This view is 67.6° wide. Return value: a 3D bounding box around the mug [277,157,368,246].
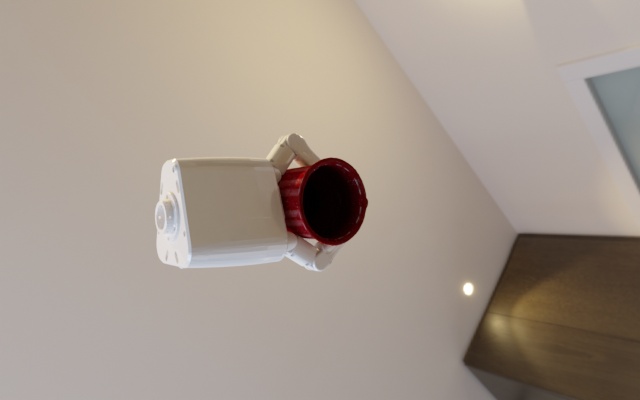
[{"bbox_3d":[0.001,0.002,0.542,0.117,0.093,0.081,-2,0,-38],"label":"mug"}]
